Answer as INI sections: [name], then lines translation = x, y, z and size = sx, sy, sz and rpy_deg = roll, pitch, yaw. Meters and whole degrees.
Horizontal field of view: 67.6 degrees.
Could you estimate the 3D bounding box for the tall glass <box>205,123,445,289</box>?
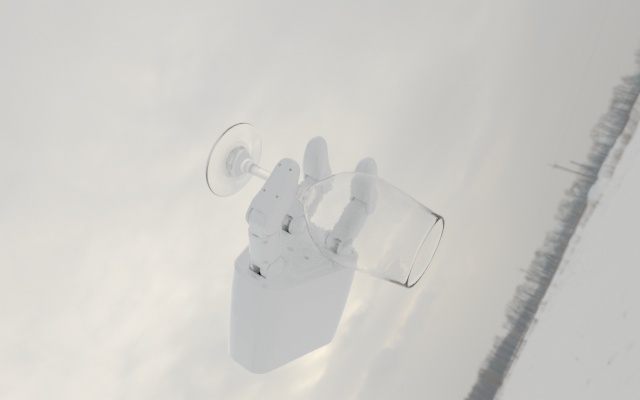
[tall glass]
translation = -0.001, 0.001, 0.407
size = 0.201, 0.079, 0.079
rpy_deg = 25, 11, 25
